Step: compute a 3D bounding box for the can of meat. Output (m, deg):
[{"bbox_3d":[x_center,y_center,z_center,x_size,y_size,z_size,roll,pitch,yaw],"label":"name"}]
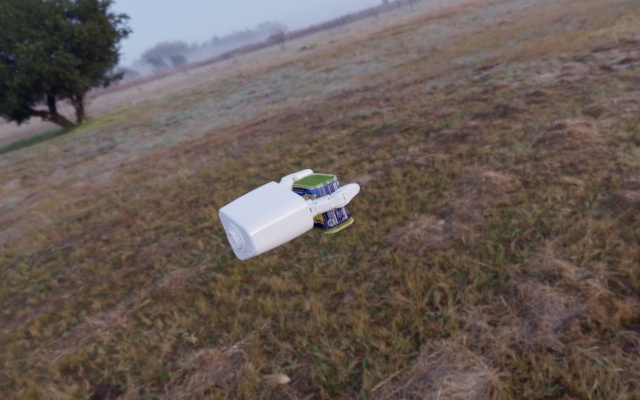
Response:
[{"bbox_3d":[0.000,0.002,0.808,0.057,0.084,0.102,-27,17,-25],"label":"can of meat"}]
